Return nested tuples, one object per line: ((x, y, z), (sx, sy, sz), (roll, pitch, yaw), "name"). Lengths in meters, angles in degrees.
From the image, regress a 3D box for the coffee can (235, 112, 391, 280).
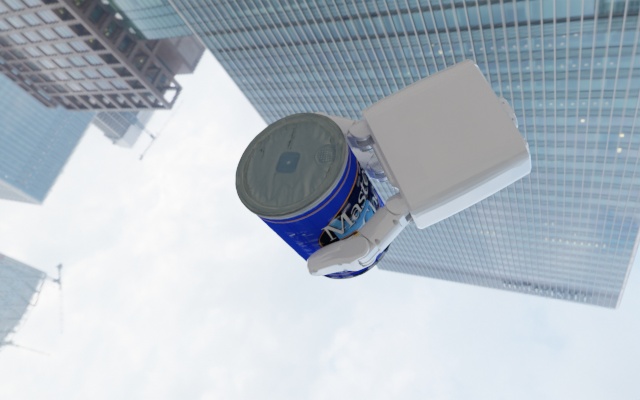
((0.000, 0.002, 0.449), (0.103, 0.102, 0.140), (0, -29, 27), "coffee can")
